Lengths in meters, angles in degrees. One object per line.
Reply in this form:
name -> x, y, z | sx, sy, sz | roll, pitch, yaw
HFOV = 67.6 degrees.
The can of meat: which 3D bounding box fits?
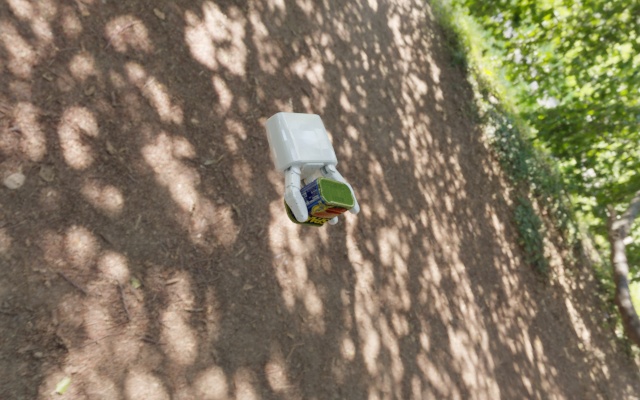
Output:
can of meat -> 0.000, 0.003, 0.855 | 0.084, 0.057, 0.102 | -30, -25, 32
